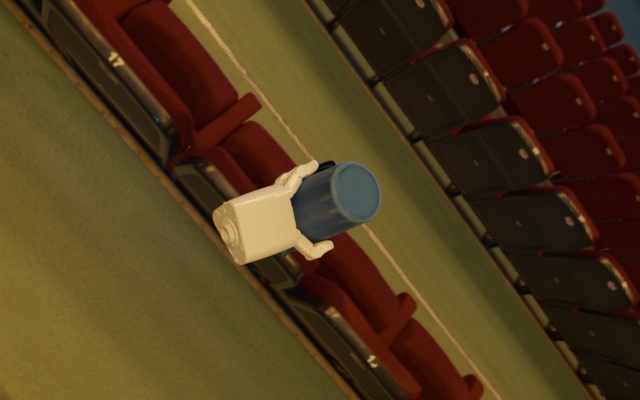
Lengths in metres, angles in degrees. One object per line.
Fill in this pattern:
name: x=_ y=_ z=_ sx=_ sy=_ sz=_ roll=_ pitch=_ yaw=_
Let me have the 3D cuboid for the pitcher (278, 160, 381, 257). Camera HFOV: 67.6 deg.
pitcher: x=0.000 y=0.003 z=0.890 sx=0.145 sy=0.149 sz=0.243 roll=-20 pitch=-2 yaw=-37
